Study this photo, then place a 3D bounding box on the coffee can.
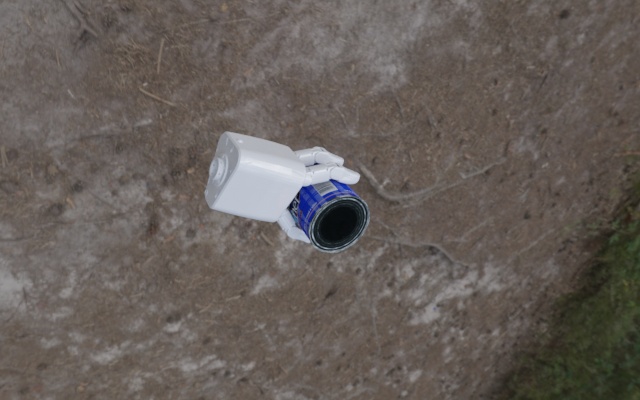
[{"bbox_3d":[0.000,0.003,0.766,0.103,0.103,0.140,0,30,-29],"label":"coffee can"}]
